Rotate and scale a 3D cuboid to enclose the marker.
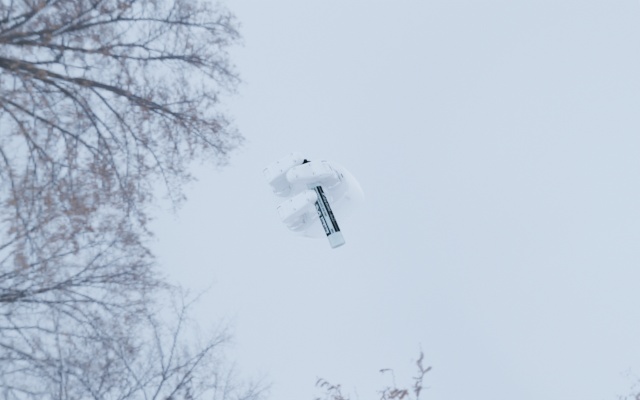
[{"bbox_3d":[0.000,0.002,0.599,0.020,0.121,0.020,-21,-16,-6],"label":"marker"}]
